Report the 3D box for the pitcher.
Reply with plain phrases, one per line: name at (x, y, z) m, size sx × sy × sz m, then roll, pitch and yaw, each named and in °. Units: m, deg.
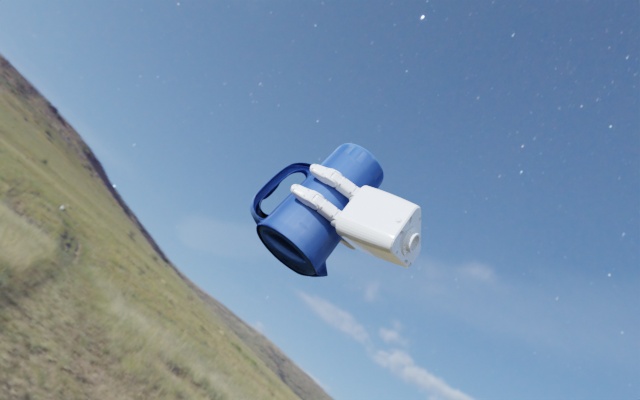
pitcher at (0.000, 0.003, 0.864) m, size 0.145 × 0.242 × 0.149 m, roll 22°, pitch -31°, yaw 35°
